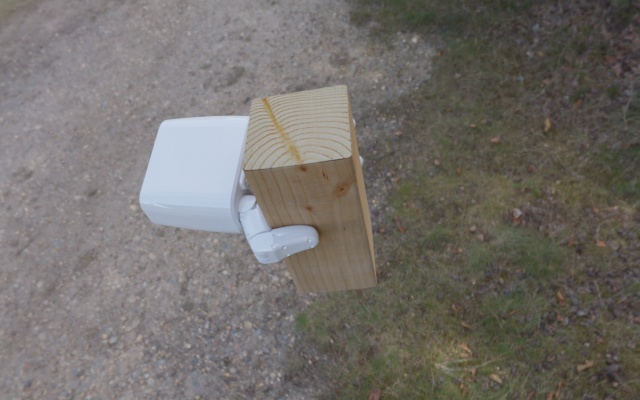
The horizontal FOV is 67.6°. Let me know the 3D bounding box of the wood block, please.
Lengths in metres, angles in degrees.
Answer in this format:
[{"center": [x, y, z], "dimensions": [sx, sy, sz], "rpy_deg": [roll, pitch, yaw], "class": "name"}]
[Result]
[{"center": [0.000, 0.002, 0.475], "dimensions": [0.090, 0.090, 0.206], "rpy_deg": [-7, -39, 9], "class": "wood block"}]
